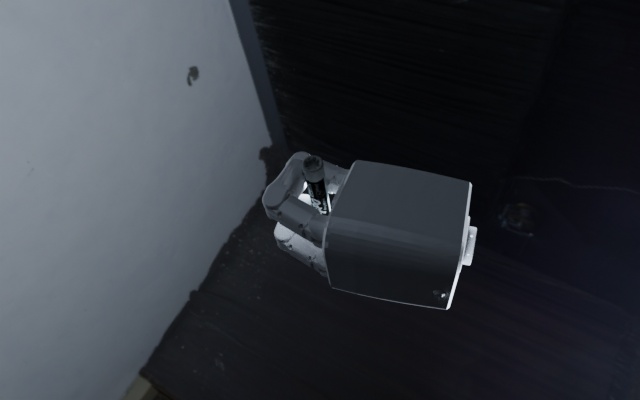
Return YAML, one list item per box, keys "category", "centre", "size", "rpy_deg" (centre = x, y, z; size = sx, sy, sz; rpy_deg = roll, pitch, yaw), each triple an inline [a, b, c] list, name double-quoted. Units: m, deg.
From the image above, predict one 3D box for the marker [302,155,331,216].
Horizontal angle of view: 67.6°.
- category: "marker"
  centre: [0.000, 0.001, 0.459]
  size: [0.020, 0.020, 0.121]
  rpy_deg: [0, -34, 8]
